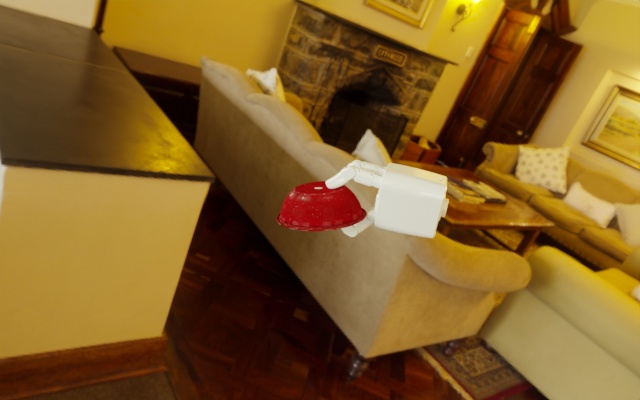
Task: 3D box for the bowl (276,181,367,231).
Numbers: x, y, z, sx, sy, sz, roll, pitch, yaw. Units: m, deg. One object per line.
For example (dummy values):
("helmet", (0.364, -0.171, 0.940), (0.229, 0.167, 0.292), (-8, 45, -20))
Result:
("bowl", (-0.001, 0.002, 0.846), (0.162, 0.055, 0.162), (-4, 16, 1))
